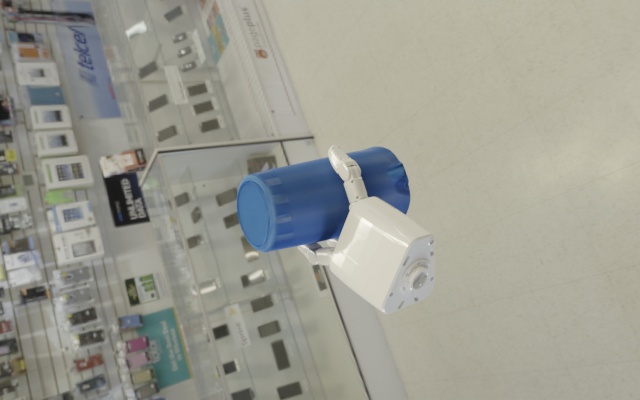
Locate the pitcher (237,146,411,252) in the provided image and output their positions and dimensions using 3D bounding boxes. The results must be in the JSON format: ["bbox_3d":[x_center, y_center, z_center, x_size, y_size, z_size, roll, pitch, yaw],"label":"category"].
[{"bbox_3d":[0.000,0.002,0.714,0.243,0.149,0.145,-12,34,-34],"label":"pitcher"}]
